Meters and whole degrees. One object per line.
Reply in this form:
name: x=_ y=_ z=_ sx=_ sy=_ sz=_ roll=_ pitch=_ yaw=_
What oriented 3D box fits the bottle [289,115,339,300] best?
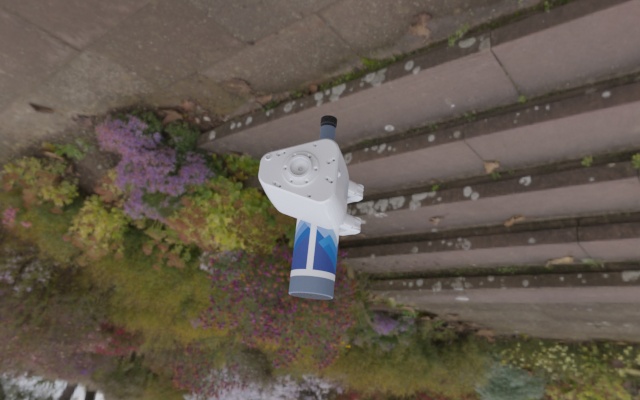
bottle: x=0.000 y=0.003 z=0.752 sx=0.069 sy=0.295 sz=0.069 roll=5 pitch=-18 yaw=2
